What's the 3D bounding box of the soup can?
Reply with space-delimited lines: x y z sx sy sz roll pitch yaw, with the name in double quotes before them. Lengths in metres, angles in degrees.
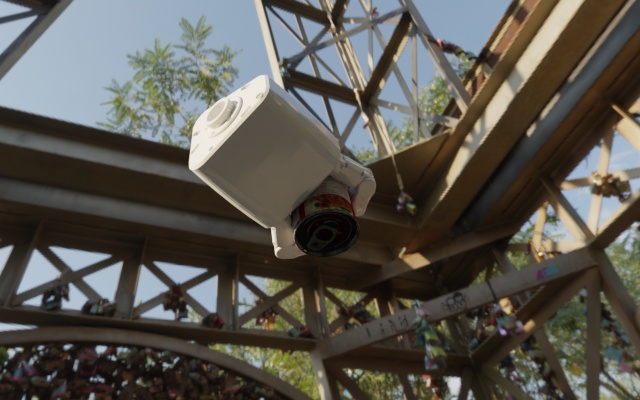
"soup can" 0.000 0.002 0.522 0.068 0.069 0.102 0 42 -10
